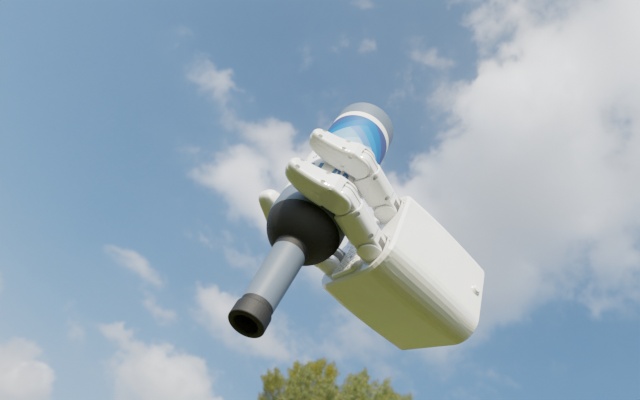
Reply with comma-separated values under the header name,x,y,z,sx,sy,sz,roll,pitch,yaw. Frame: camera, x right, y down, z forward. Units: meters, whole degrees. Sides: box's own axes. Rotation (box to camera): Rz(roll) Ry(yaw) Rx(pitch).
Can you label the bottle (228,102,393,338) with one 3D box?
name,x,y,z,sx,sy,sz,roll,pitch,yaw
bottle,0.000,0.001,0.430,0.069,0.069,0.295,0,34,24
